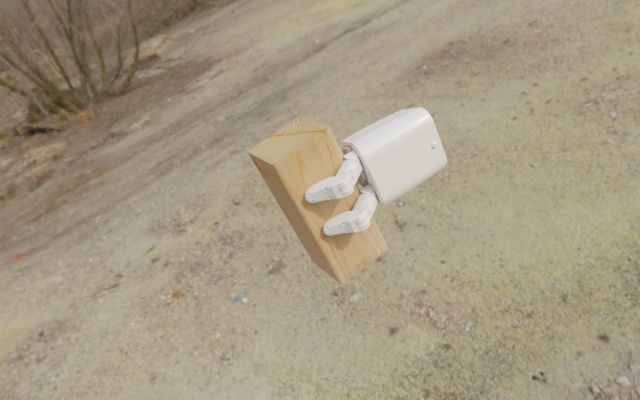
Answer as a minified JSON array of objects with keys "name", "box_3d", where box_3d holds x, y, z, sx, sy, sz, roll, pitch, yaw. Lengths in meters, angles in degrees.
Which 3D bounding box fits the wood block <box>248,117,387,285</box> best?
[{"name":"wood block","box_3d":[0.000,0.002,0.655,0.090,0.206,0.090,-36,30,-14]}]
